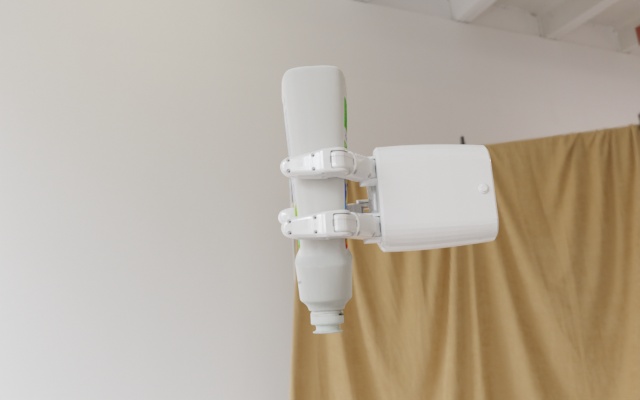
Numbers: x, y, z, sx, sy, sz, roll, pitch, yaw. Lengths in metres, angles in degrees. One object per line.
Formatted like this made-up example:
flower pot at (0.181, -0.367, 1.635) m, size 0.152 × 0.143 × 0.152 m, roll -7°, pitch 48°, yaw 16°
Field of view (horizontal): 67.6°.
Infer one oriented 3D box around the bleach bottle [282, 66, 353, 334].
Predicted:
bleach bottle at (0.000, 0.001, 0.477) m, size 0.068 × 0.250 × 0.102 m, roll -3°, pitch -11°, yaw 1°
